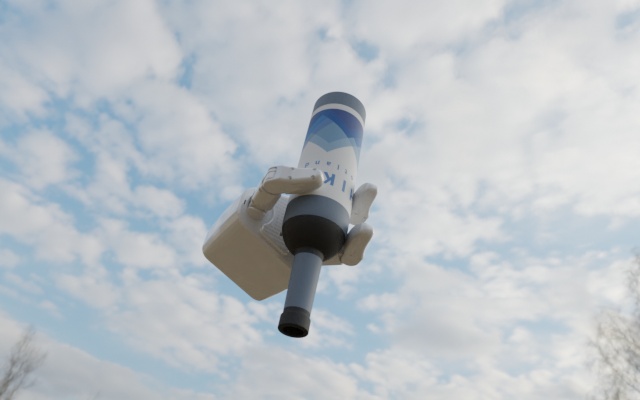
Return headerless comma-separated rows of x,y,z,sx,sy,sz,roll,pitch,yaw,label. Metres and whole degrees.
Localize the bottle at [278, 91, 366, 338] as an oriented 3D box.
0.000,0.001,0.504,0.069,0.295,0.069,7,-40,6,bottle
